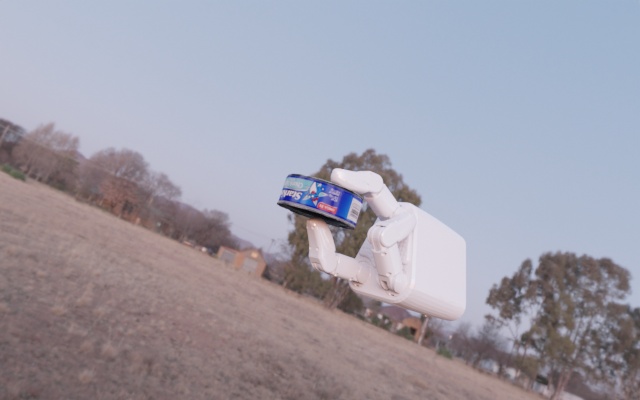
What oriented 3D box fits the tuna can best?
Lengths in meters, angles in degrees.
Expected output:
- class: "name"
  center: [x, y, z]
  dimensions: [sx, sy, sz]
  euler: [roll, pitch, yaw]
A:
- class: "tuna can"
  center: [0.000, 0.001, 0.499]
  dimensions: [0.086, 0.033, 0.086]
  euler: [18, -7, 2]
